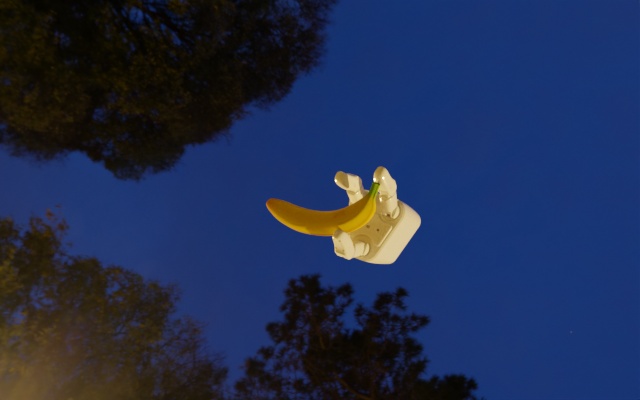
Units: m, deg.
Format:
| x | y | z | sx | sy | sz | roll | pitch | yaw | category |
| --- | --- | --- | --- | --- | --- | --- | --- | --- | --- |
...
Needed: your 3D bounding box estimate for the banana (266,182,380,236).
| x | y | z | sx | sy | sz | roll | pitch | yaw | category |
| --- | --- | --- | --- | --- | --- | --- | --- | --- | --- |
| 0.004 | 0.020 | 0.725 | 0.198 | 0.069 | 0.037 | -8 | -12 | 27 | banana |
